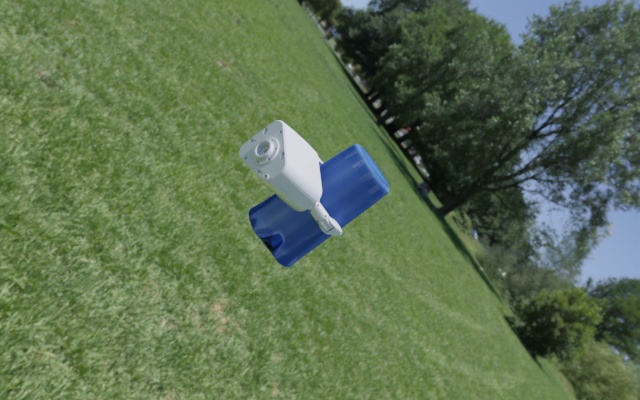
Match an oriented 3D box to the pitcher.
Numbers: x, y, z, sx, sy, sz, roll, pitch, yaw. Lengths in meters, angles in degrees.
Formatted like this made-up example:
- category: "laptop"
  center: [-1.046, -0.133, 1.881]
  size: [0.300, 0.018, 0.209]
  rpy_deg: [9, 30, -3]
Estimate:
- category: "pitcher"
  center: [0.000, 0.003, 0.886]
  size: [0.243, 0.149, 0.145]
  rpy_deg: [-34, -39, 12]
